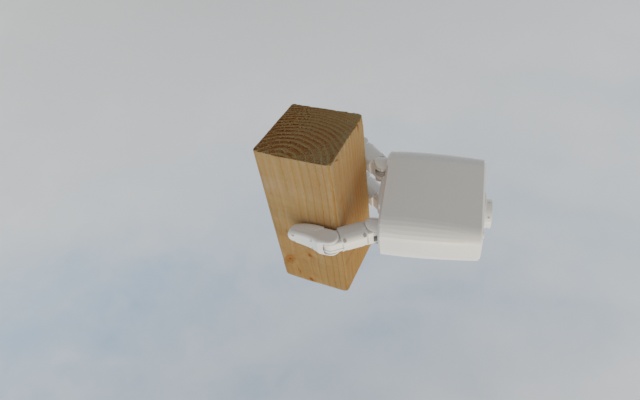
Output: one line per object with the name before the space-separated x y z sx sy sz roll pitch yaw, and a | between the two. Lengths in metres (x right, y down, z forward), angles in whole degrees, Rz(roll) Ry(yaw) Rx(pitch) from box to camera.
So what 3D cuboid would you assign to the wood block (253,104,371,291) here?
wood block | 0.000 0.002 0.566 0.090 0.206 0.090 14 48 23
